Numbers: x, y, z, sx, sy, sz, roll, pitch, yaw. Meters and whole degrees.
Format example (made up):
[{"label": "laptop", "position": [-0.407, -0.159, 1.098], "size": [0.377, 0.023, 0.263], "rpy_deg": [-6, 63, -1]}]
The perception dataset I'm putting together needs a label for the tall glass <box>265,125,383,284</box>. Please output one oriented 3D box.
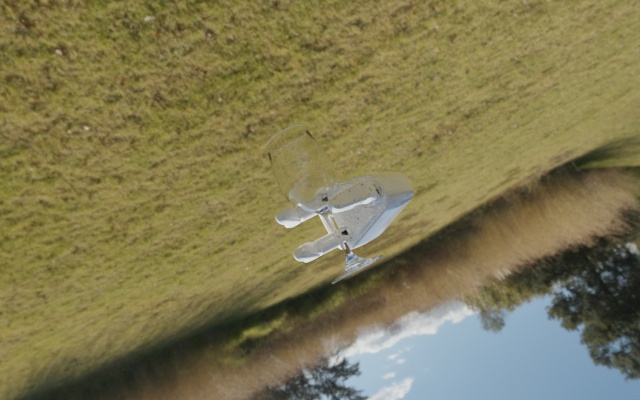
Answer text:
[{"label": "tall glass", "position": [0.000, 0.003, 0.621], "size": [0.079, 0.201, 0.079], "rpy_deg": [-28, -10, -5]}]
